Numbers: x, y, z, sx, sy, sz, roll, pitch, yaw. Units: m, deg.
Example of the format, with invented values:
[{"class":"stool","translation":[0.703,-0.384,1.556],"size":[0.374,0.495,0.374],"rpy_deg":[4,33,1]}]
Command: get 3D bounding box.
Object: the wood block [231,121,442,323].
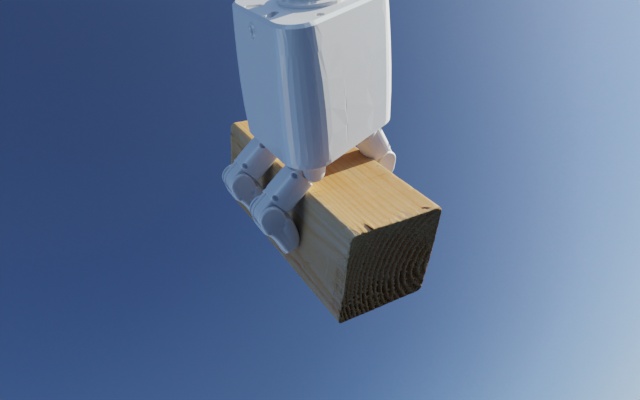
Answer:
[{"class":"wood block","translation":[0.000,0.001,0.443],"size":[0.091,0.090,0.206],"rpy_deg":[-15,38,-29]}]
